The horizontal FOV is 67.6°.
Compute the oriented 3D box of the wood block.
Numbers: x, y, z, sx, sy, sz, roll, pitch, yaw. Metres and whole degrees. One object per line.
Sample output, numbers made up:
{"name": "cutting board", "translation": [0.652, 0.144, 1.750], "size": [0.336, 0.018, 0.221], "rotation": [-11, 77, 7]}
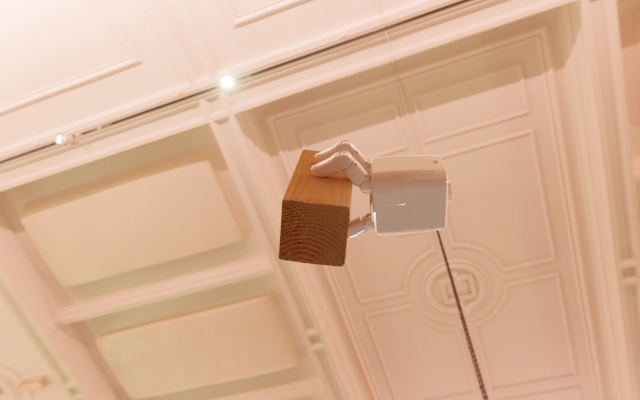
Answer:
{"name": "wood block", "translation": [0.001, 0.003, 0.707], "size": [0.090, 0.091, 0.206], "rotation": [6, 24, 3]}
